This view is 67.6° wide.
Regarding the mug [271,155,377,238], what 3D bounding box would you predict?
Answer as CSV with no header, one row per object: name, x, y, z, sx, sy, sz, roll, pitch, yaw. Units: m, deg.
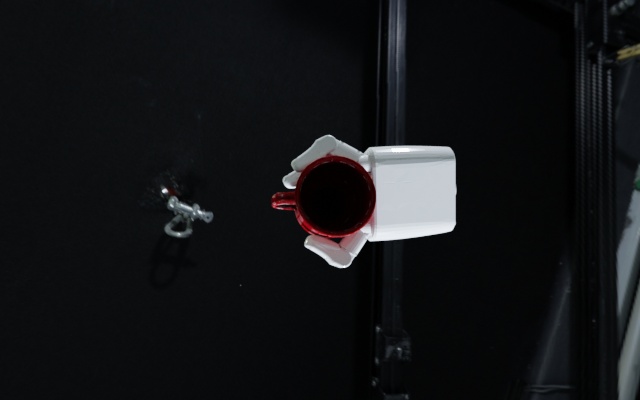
mug,-0.001,0.002,0.570,0.117,0.093,0.081,-3,-9,-9
